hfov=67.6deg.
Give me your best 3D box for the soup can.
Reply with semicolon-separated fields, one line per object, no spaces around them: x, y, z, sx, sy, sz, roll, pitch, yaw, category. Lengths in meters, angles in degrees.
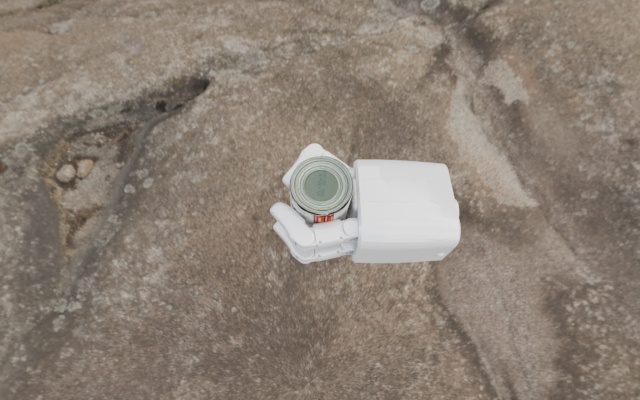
0.000;0.002;0.534;0.068;0.068;0.102;0;-21;-1;soup can
